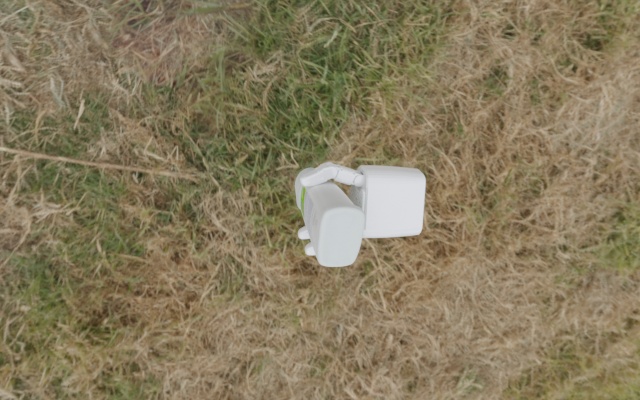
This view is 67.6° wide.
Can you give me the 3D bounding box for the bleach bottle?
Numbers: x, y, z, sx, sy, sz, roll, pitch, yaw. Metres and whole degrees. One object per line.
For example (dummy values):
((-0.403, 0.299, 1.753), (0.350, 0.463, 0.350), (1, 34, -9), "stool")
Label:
((0.000, 0.003, 0.786), (0.068, 0.103, 0.250), (1, 25, -15), "bleach bottle")
